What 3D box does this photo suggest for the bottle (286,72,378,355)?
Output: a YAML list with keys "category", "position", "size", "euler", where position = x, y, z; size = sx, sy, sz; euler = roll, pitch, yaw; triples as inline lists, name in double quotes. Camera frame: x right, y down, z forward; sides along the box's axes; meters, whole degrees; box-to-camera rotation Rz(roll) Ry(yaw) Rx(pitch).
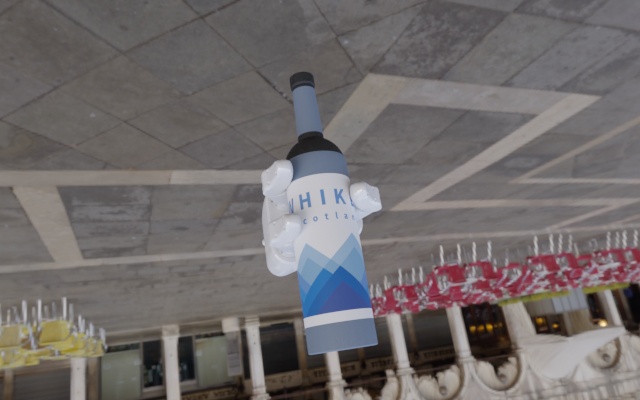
- category: "bottle"
  position: [0.000, 0.002, 0.493]
  size: [0.069, 0.295, 0.069]
  euler: [-8, -17, -2]
